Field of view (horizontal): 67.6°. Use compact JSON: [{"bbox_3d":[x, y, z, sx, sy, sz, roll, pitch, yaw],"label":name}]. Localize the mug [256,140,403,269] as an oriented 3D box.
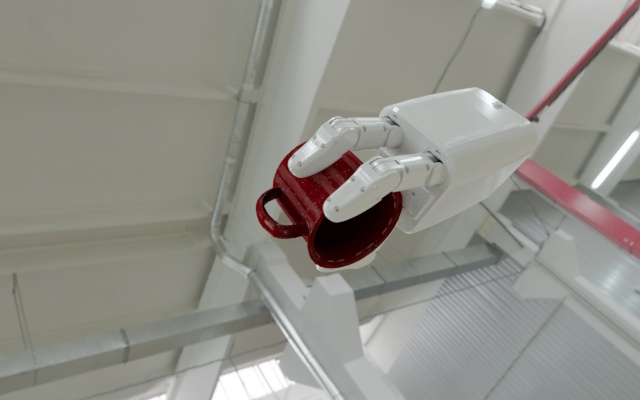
[{"bbox_3d":[-0.001,0.002,0.412,0.117,0.093,0.081,-17,46,-26],"label":"mug"}]
